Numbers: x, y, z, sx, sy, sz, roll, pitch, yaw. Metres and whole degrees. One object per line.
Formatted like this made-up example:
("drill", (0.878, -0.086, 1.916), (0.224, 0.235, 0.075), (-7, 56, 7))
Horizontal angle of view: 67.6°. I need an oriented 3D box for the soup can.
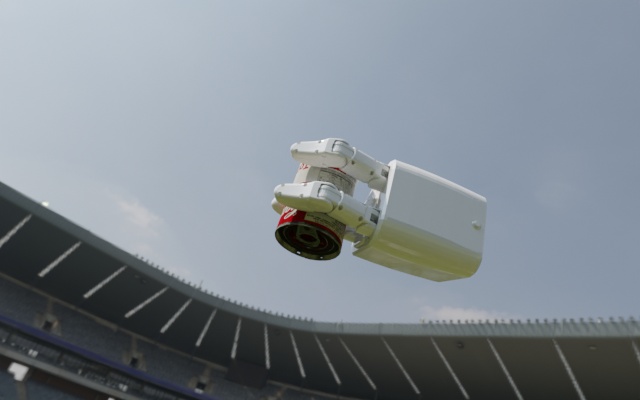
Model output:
("soup can", (0.000, 0.001, 0.497), (0.068, 0.102, 0.069), (13, -32, 8))
